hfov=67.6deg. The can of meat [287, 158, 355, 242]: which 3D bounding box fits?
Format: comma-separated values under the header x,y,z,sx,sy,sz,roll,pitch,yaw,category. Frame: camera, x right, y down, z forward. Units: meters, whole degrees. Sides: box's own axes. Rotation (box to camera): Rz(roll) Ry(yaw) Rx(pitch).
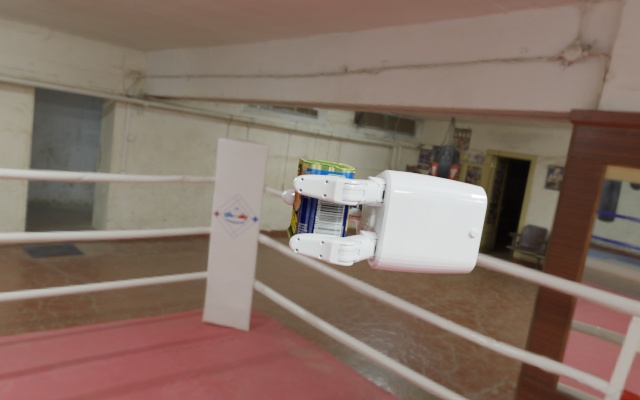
x,y,z,sx,sy,sz,roll,pitch,yaw,category
0.000,0.001,0.496,0.057,0.084,0.102,7,7,-8,can of meat
